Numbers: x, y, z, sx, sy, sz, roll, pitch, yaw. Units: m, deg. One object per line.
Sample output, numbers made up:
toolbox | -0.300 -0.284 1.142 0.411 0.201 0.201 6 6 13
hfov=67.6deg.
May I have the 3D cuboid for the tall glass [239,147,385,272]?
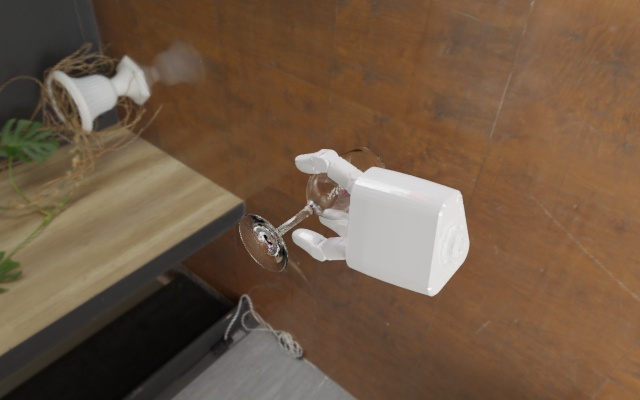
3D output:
tall glass | 0.000 0.002 0.584 0.079 0.079 0.201 0 28 46
